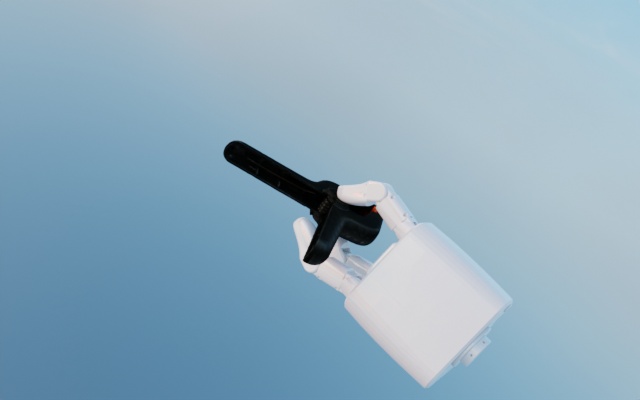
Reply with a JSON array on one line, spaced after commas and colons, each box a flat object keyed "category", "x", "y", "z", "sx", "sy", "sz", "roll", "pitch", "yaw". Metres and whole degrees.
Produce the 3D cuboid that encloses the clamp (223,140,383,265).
[{"category": "clamp", "x": 0.001, "y": 0.001, "z": 0.514, "sx": 0.164, "sy": 0.036, "sz": 0.210, "roll": 47, "pitch": 21, "yaw": 25}]
